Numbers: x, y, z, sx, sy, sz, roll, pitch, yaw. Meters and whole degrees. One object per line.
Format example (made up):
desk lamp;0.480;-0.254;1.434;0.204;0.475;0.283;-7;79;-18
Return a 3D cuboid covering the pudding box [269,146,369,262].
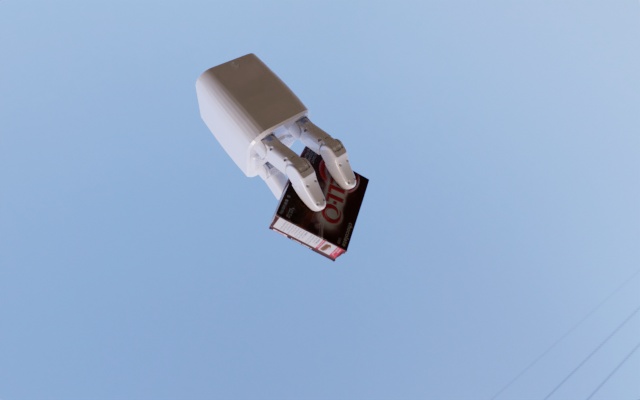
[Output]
pudding box;0.000;0.002;0.559;0.090;0.113;0.039;27;-35;-9
